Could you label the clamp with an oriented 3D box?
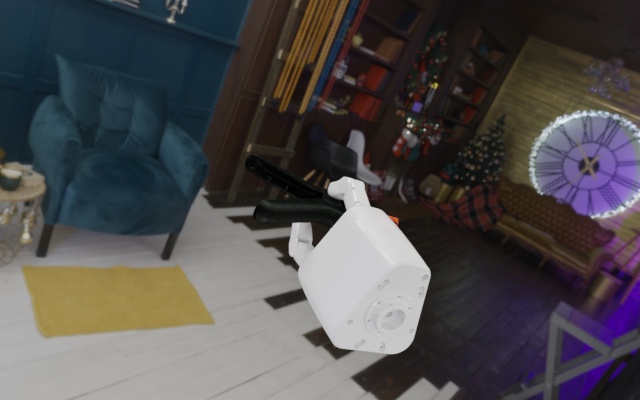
[{"bbox_3d":[0.001,0.002,0.602,0.210,0.036,0.164,16,22,-26],"label":"clamp"}]
